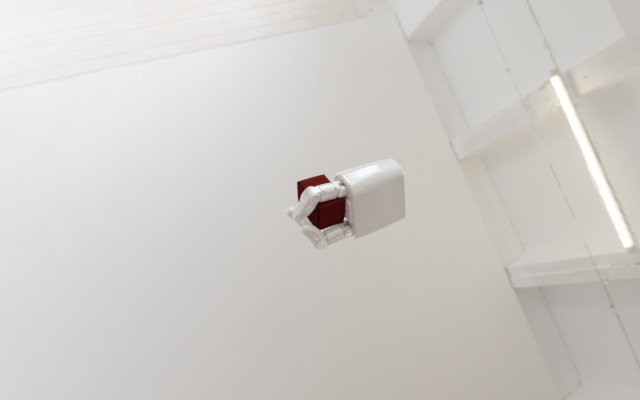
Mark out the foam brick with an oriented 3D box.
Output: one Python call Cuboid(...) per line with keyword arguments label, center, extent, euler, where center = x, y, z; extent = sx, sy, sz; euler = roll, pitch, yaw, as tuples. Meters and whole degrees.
Cuboid(label="foam brick", center=(0.000, 0.002, 0.799), extent=(0.051, 0.053, 0.078), euler=(-19, 48, -20))
